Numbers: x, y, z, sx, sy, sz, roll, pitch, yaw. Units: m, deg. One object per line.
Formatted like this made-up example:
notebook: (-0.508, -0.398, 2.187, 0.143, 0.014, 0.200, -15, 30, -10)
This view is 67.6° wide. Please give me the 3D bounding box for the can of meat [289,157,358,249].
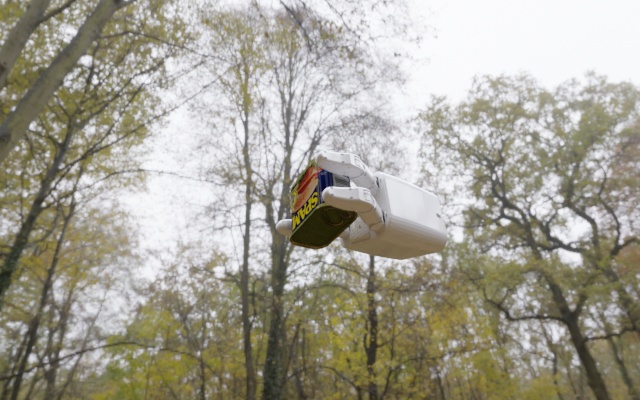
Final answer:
can of meat: (0.000, 0.002, 0.624, 0.057, 0.084, 0.102, 15, -40, -25)
